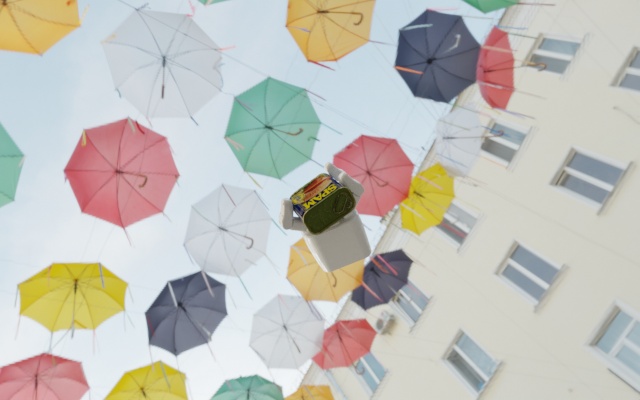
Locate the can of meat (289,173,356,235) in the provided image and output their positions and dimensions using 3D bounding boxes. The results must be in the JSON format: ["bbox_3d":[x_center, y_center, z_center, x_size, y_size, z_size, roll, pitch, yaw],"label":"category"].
[{"bbox_3d":[0.000,0.003,0.879,0.102,0.057,0.084,-35,34,-7],"label":"can of meat"}]
